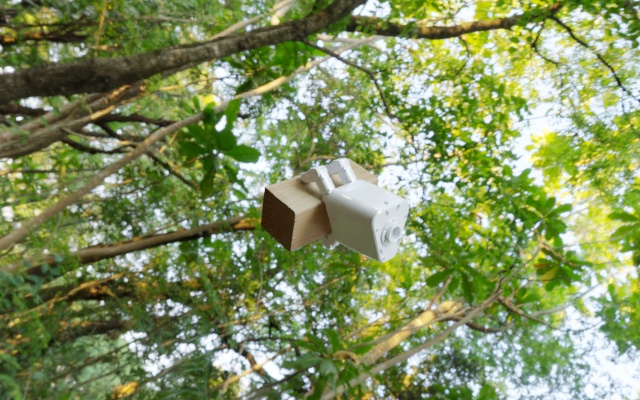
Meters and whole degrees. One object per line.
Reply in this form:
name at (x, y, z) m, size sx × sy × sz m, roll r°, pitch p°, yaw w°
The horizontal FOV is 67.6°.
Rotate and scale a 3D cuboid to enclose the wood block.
wood block at (0.000, 0.003, 0.888) m, size 0.206 × 0.091 × 0.090 m, roll -21°, pitch 45°, yaw -37°
